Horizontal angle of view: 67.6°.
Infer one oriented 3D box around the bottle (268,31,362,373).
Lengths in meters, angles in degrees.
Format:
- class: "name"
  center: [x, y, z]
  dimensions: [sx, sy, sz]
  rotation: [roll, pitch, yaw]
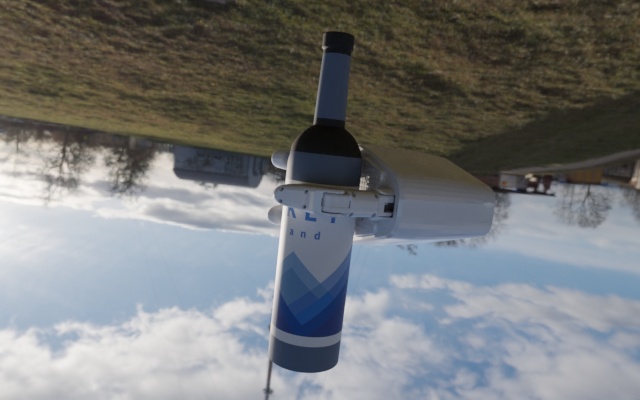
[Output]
- class: "bottle"
  center: [0.000, 0.002, 0.432]
  dimensions: [0.069, 0.296, 0.069]
  rotation: [6, 6, -1]
